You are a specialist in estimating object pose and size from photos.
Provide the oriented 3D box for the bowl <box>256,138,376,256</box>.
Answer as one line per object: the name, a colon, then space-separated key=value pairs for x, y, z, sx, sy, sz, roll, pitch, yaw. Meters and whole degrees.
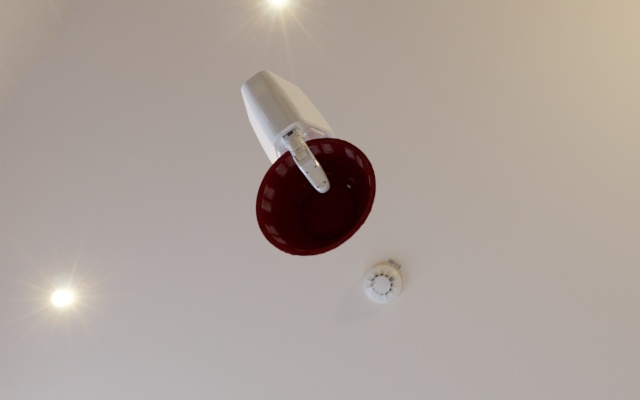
bowl: x=0.001 y=0.003 z=0.613 sx=0.162 sy=0.162 sz=0.055 roll=0 pitch=-24 yaw=24
